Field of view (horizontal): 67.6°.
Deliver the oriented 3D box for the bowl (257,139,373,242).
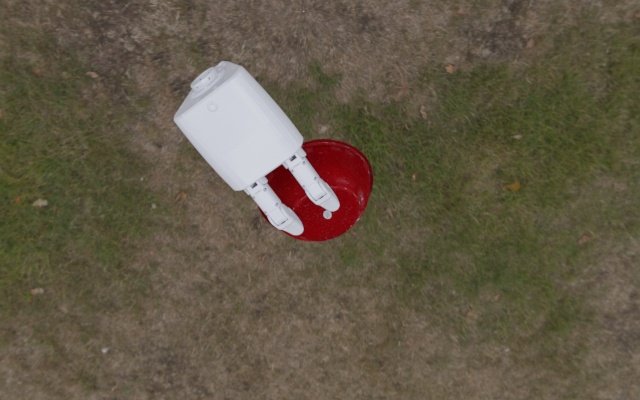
[{"bbox_3d":[0.001,0.003,0.625,0.162,0.162,0.055,0,39,-18],"label":"bowl"}]
